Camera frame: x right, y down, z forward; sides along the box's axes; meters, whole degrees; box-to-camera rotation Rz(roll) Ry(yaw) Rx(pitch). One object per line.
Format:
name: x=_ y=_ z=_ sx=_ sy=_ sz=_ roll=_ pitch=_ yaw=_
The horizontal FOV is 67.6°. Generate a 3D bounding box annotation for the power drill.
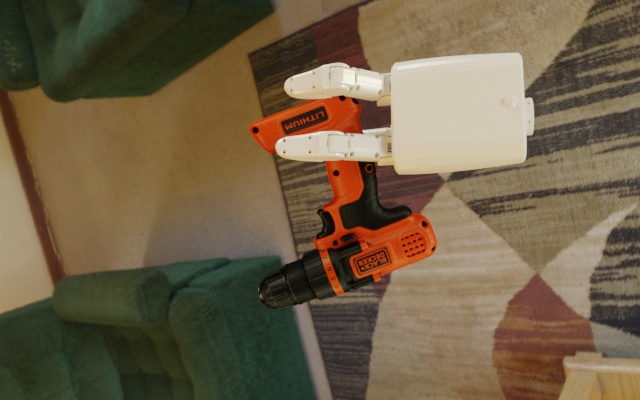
power drill: x=0.000 y=0.001 z=0.464 sx=0.184 sy=0.188 sz=0.057 roll=-21 pitch=10 yaw=2
